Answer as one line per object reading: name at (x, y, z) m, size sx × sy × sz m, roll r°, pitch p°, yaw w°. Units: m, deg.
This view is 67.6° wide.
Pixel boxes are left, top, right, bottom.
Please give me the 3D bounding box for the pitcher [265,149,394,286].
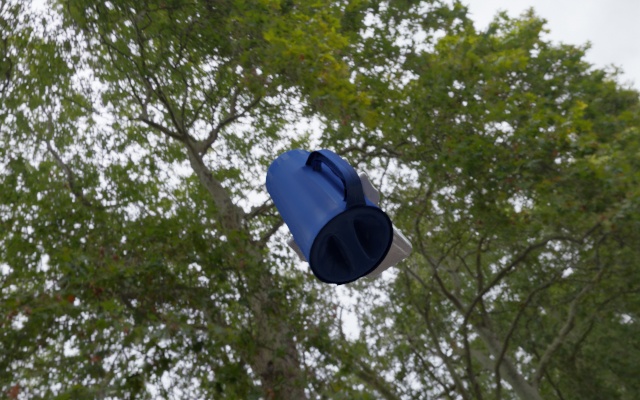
pitcher at (0.000, 0.003, 0.752) m, size 0.145 × 0.149 × 0.242 m, roll 38°, pitch 7°, yaw -39°
